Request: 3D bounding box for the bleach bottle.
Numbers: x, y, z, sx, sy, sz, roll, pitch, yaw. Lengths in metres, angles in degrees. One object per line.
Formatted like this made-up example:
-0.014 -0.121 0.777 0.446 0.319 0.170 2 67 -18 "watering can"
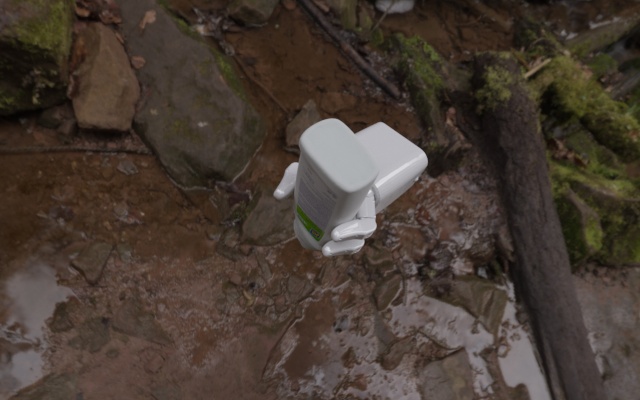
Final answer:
0.000 0.002 0.661 0.068 0.102 0.251 -33 -16 -25 "bleach bottle"
